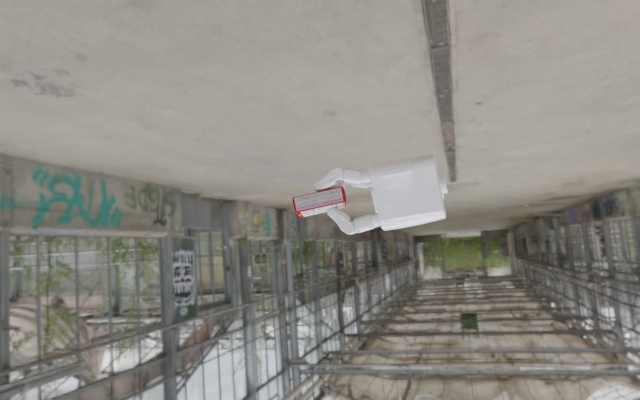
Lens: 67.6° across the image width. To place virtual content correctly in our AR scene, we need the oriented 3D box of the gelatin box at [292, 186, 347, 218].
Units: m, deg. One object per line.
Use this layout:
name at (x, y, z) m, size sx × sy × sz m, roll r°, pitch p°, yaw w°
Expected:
gelatin box at (0.000, 0.003, 0.827) m, size 0.089 × 0.030 × 0.073 m, roll -13°, pitch -9°, yaw 2°
